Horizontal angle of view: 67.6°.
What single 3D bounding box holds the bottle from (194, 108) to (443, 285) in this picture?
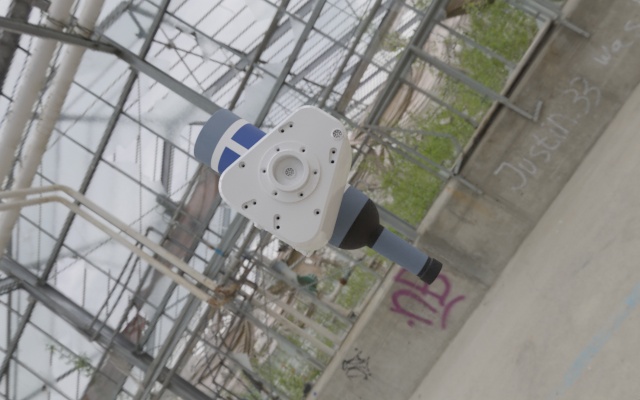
[{"bbox_3d":[0.000,0.002,0.528,0.295,0.069,0.069,32,4,6],"label":"bottle"}]
